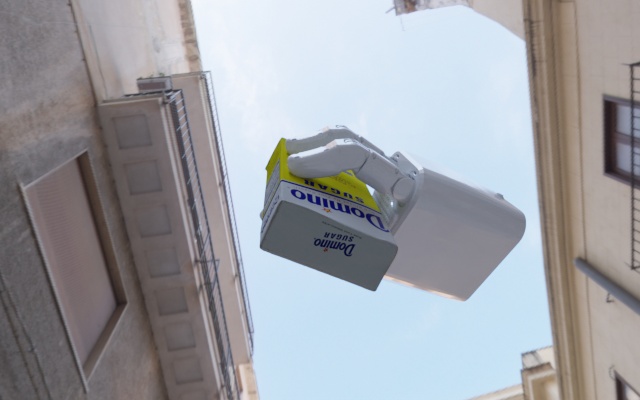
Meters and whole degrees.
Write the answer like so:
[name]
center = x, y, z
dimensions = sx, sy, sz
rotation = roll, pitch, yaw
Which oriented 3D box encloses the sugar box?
[sugar box]
center = 0.000, 0.001, 0.405
dimensions = 0.093, 0.048, 0.176
rotation = 22, 15, -14
